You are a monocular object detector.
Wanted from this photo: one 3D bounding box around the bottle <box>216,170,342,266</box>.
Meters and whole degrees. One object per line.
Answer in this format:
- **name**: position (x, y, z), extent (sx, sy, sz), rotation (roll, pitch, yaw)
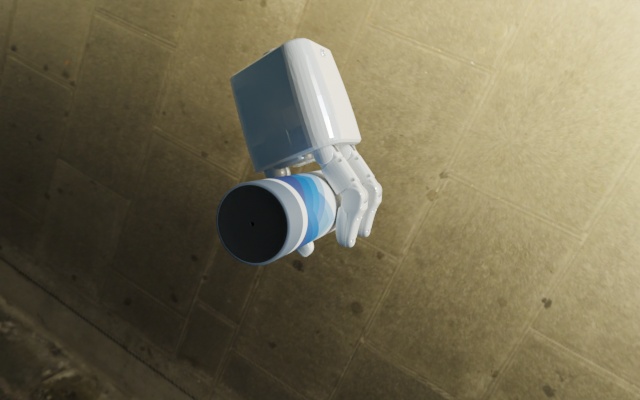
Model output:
- **bottle**: position (0.000, 0.002, 0.507), extent (0.069, 0.069, 0.295), rotation (0, 7, 22)
